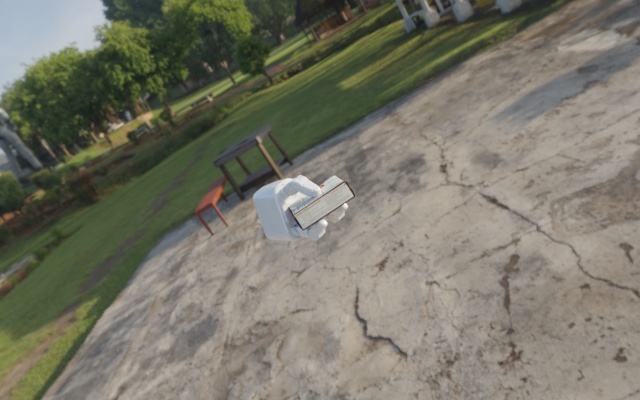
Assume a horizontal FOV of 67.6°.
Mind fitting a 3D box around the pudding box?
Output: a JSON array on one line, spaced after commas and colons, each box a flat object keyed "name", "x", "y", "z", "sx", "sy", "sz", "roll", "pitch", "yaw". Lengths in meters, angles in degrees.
[{"name": "pudding box", "x": 0.000, "y": 0.003, "z": 0.857, "sx": 0.113, "sy": 0.039, "sz": 0.090, "roll": -35, "pitch": 13, "yaw": -2}]
